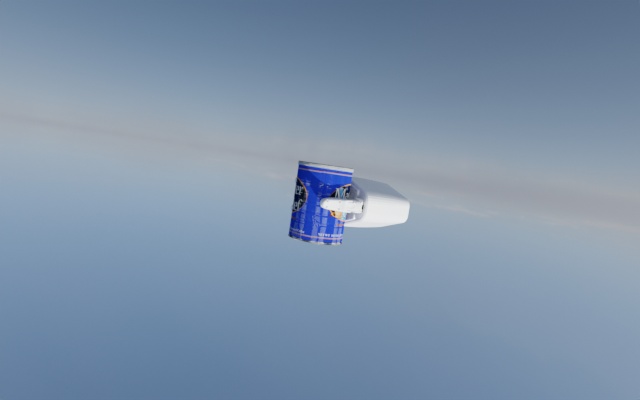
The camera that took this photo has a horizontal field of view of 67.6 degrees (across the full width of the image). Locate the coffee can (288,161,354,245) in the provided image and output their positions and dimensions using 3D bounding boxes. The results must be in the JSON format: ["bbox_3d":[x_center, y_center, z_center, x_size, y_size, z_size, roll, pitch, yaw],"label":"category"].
[{"bbox_3d":[0.000,0.003,0.882,0.103,0.140,0.103,9,4,-1],"label":"coffee can"}]
